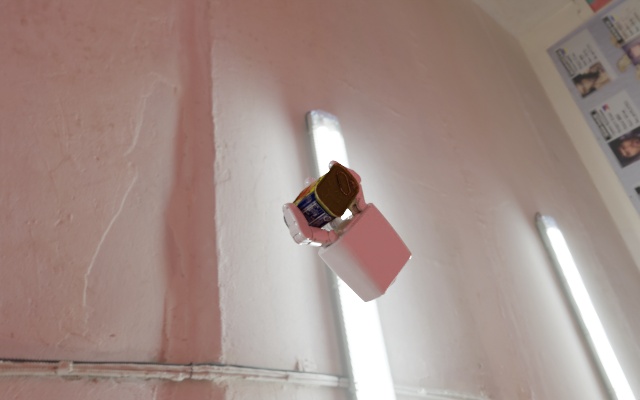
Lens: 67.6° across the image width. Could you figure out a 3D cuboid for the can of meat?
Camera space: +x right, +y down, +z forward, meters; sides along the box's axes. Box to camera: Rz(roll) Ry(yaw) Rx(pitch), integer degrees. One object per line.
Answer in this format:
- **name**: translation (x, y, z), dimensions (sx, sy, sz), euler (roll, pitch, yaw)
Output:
- **can of meat**: translation (0.000, 0.002, 0.712), dimensions (0.084, 0.057, 0.102), euler (-36, 11, 37)
